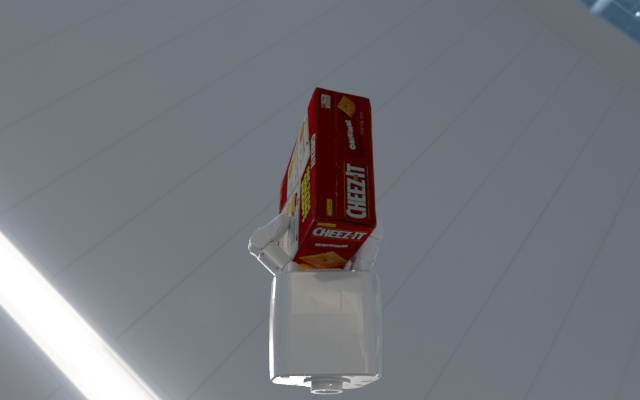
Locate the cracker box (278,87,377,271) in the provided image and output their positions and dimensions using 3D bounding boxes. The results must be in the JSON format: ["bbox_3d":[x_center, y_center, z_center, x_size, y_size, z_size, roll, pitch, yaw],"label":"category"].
[{"bbox_3d":[0.000,0.002,0.569,0.072,0.164,0.214,7,-30,-13],"label":"cracker box"}]
